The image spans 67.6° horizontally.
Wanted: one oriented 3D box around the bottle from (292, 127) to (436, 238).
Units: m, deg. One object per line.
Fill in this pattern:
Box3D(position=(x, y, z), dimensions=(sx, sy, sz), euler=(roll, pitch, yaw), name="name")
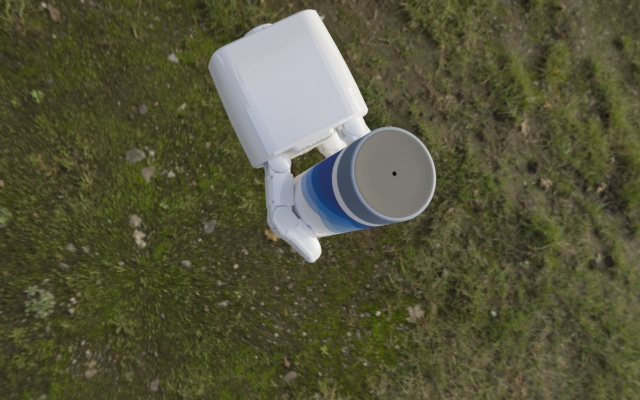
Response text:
Box3D(position=(0.000, 0.002, 0.463), dimensions=(0.069, 0.069, 0.296), euler=(0, -8, -20), name="bottle")
